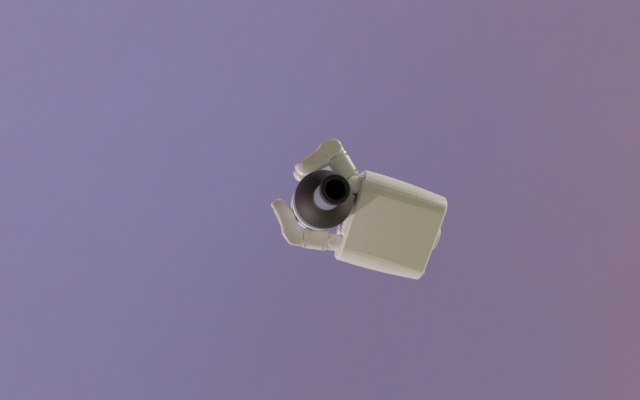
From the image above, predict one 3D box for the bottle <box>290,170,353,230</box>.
[{"bbox_3d":[0.000,0.002,0.567,0.069,0.069,0.296,0,-5,-5],"label":"bottle"}]
